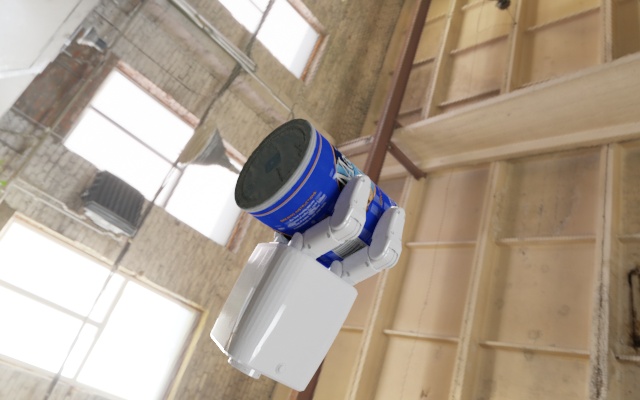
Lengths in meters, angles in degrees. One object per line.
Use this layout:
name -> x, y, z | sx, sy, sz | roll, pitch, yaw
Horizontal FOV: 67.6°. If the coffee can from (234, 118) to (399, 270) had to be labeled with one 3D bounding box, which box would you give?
coffee can -> 0.000, 0.001, 0.478 | 0.140, 0.102, 0.103 | 39, -23, -32
